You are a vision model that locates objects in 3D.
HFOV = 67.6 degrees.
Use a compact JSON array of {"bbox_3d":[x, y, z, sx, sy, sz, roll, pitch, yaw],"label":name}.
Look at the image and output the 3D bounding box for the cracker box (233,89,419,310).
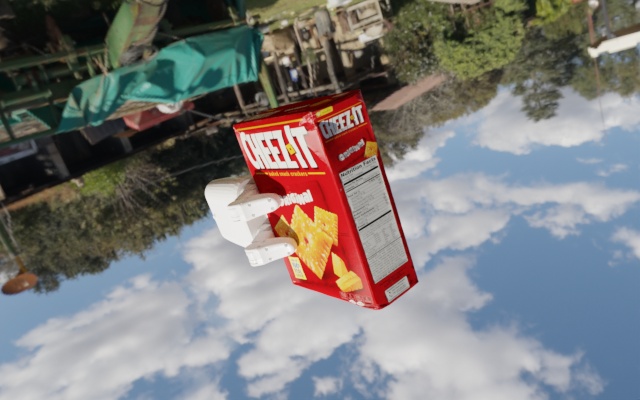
[{"bbox_3d":[0.000,0.002,0.523,0.072,0.214,0.164,-30,19,-31],"label":"cracker box"}]
